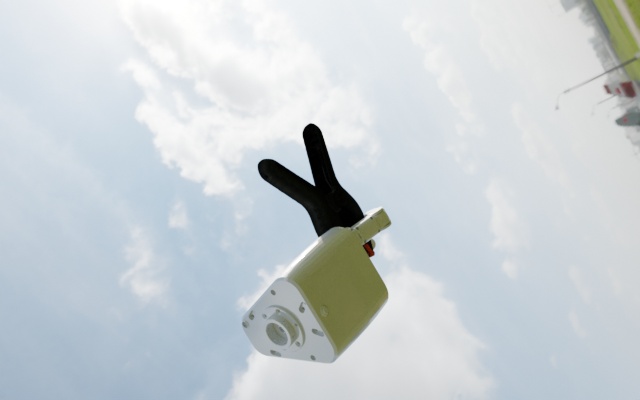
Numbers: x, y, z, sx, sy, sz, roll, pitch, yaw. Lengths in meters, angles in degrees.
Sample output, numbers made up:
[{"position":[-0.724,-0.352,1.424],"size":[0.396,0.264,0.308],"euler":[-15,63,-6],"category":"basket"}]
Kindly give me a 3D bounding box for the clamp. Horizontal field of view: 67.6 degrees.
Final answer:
[{"position":[0.000,0.002,0.533],"size":[0.039,0.171,0.120],"euler":[-28,4,43],"category":"clamp"}]
